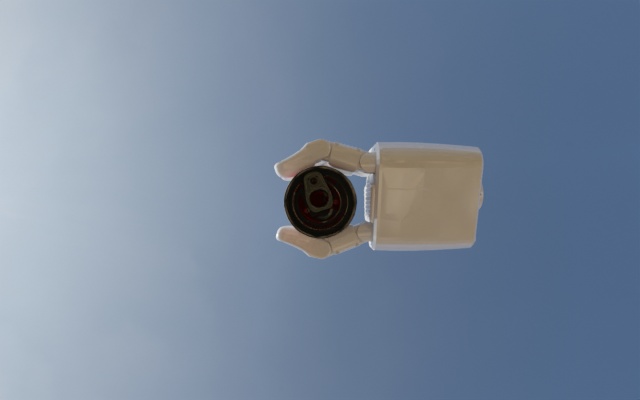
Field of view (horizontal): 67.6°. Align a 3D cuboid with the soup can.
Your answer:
[{"bbox_3d":[0.000,0.002,0.491,0.068,0.068,0.102,0,0,0],"label":"soup can"}]
